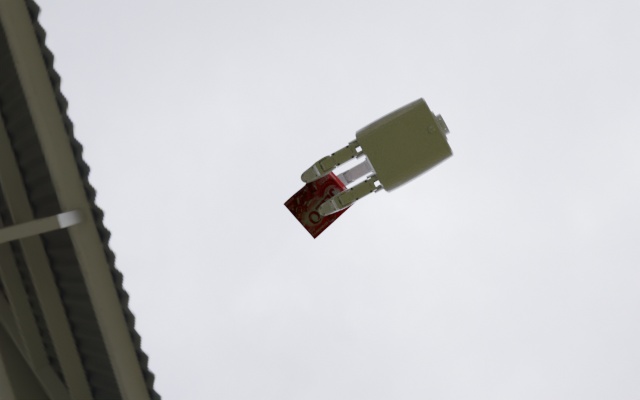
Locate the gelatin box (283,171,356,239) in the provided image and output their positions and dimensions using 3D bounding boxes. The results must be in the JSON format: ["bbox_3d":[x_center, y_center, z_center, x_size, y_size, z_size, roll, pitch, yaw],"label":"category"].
[{"bbox_3d":[0.000,0.002,0.721,0.089,0.073,0.030,-42,-1,18],"label":"gelatin box"}]
